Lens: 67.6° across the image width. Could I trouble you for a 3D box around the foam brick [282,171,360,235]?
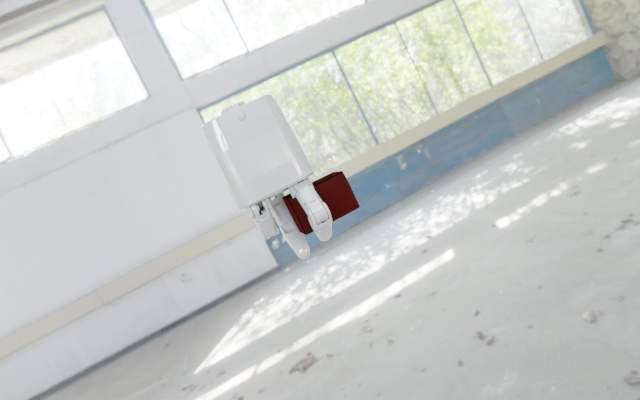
[{"bbox_3d":[0.000,0.002,0.598,0.078,0.051,0.053,-27,6,-10],"label":"foam brick"}]
